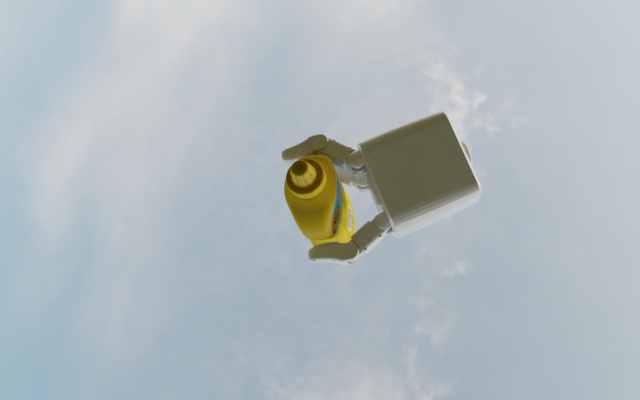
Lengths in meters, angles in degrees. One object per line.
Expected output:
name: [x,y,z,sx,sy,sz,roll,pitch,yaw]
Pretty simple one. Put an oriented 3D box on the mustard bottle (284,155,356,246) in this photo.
mustard bottle: [0.000,0.002,0.554,0.058,0.096,0.192,-1,-21,12]
